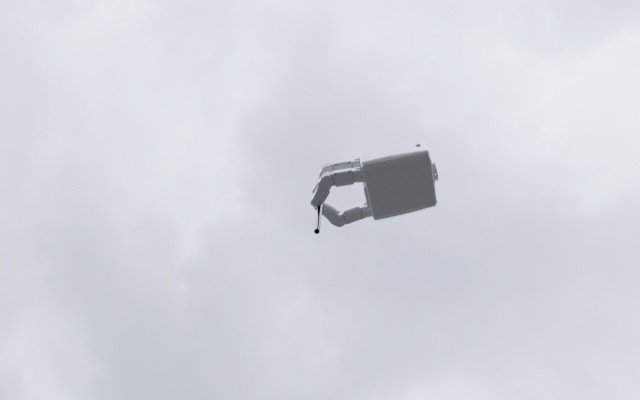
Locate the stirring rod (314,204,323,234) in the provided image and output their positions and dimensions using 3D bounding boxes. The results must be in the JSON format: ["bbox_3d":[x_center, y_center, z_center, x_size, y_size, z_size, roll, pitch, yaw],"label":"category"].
[{"bbox_3d":[0.000,0.003,0.782,0.011,0.011,0.239,0,20,3],"label":"stirring rod"}]
